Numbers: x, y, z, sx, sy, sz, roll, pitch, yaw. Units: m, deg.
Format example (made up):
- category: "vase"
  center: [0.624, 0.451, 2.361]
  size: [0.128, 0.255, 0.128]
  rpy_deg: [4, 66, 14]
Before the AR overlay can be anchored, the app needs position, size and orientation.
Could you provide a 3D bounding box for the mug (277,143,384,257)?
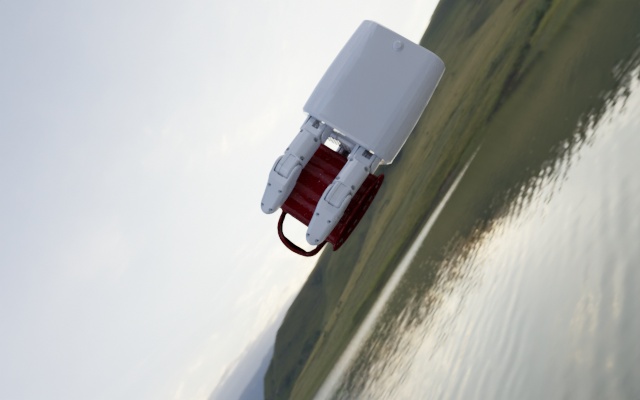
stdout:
- category: "mug"
  center: [-0.001, 0.003, 0.491]
  size: [0.081, 0.117, 0.093]
  rpy_deg: [33, 0, 11]
